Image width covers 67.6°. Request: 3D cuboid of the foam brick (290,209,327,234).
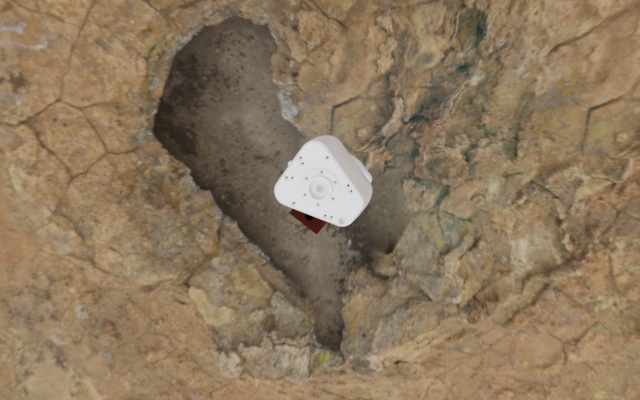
[{"bbox_3d":[0.000,0.003,0.717,0.053,0.078,0.051,38,14,2],"label":"foam brick"}]
